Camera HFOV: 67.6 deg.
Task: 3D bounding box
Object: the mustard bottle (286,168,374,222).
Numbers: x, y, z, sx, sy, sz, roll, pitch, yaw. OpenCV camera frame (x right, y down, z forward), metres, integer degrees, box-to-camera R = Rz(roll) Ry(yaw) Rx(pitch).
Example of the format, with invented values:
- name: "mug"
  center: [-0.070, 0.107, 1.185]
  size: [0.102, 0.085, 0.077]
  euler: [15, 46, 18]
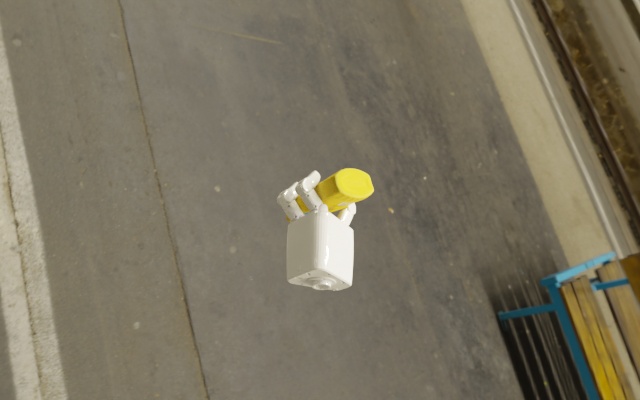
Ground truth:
- name: "mustard bottle"
  center: [0.000, 0.002, 0.883]
  size: [0.096, 0.058, 0.192]
  euler: [-6, -17, -45]
